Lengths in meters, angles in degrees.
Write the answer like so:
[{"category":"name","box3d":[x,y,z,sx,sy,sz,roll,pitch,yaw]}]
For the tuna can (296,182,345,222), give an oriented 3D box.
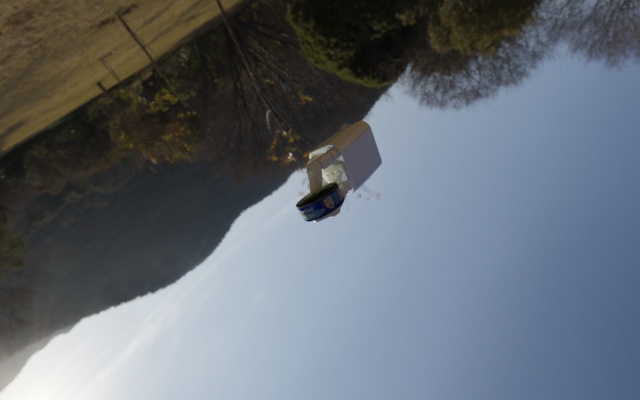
[{"category":"tuna can","box3d":[0.000,0.003,0.864,0.086,0.034,0.086,-28,13,7]}]
